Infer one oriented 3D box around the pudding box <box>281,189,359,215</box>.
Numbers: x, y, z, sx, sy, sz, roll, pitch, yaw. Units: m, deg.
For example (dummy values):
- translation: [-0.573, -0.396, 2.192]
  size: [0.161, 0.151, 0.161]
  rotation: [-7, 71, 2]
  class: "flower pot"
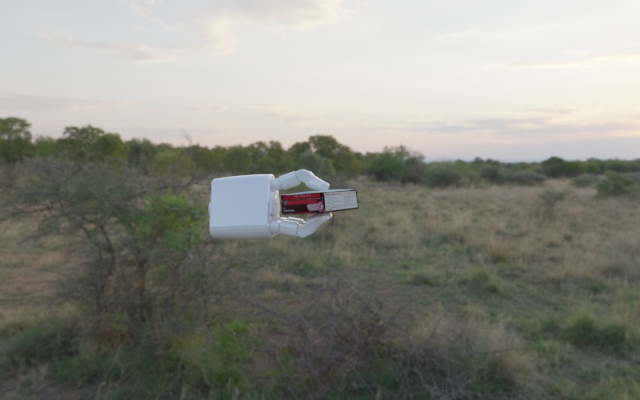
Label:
- translation: [0.000, 0.003, 0.823]
  size: [0.090, 0.039, 0.113]
  rotation: [-2, 4, 34]
  class: "pudding box"
